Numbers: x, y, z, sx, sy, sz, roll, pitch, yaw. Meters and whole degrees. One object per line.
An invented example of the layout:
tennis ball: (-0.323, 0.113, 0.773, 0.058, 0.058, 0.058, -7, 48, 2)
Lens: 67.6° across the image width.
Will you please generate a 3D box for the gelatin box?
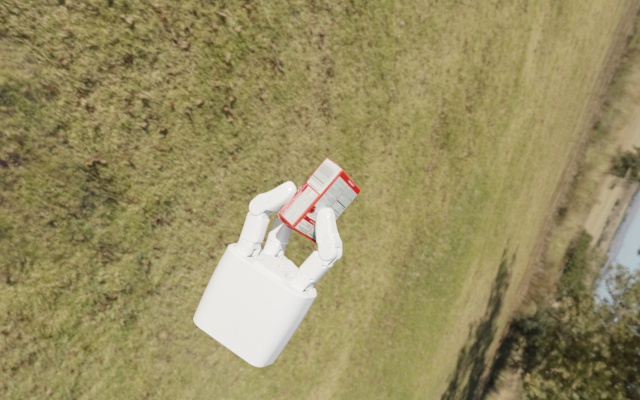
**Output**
gelatin box: (0.001, 0.002, 0.561, 0.030, 0.089, 0.073, 42, 1, 28)
